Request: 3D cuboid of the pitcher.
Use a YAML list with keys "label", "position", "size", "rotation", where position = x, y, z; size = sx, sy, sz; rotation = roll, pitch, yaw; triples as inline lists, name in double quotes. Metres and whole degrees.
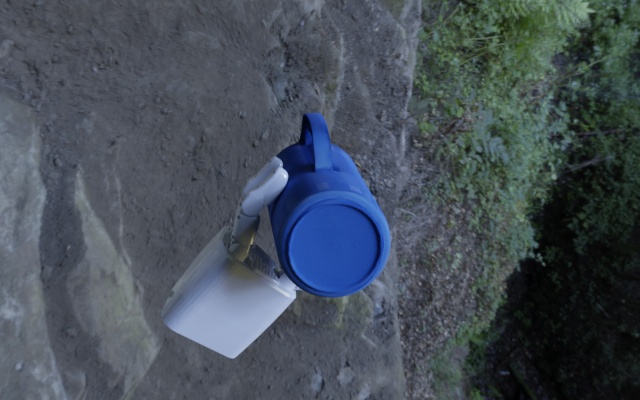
- label: "pitcher"
  position: [0.000, 0.002, 0.548]
  size: [0.149, 0.145, 0.242]
  rotation: [43, 7, -15]
